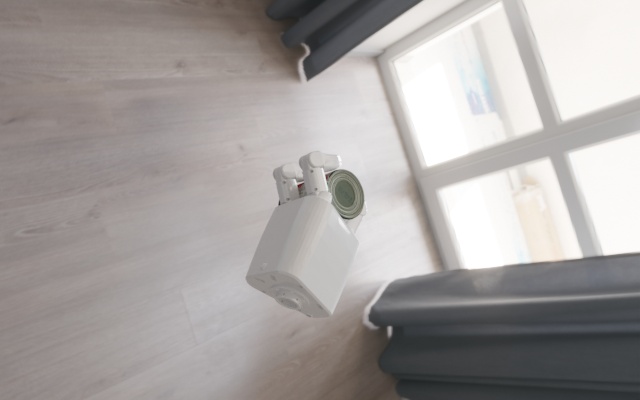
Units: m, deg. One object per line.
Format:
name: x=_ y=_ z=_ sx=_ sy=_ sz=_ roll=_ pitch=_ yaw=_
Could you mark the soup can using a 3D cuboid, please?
soup can: x=0.001 y=0.002 z=0.639 sx=0.068 sy=0.068 sz=0.102 roll=0 pitch=-13 yaw=-42
